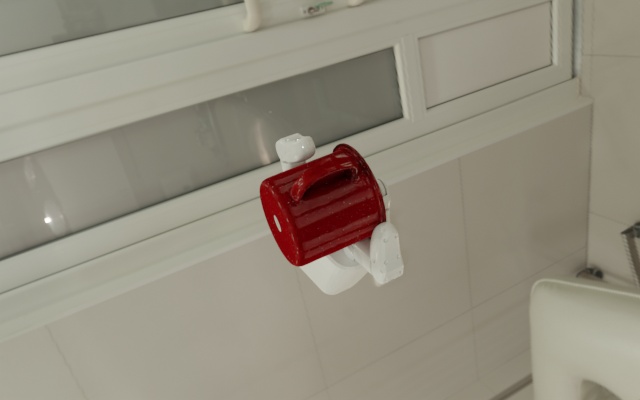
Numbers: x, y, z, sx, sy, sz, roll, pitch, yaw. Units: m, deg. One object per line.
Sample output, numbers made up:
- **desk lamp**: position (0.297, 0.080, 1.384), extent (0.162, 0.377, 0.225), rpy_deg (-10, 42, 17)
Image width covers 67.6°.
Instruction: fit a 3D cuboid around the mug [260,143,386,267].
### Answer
- **mug**: position (0.000, 0.001, 0.407), extent (0.081, 0.093, 0.117), rpy_deg (-22, -21, -18)
